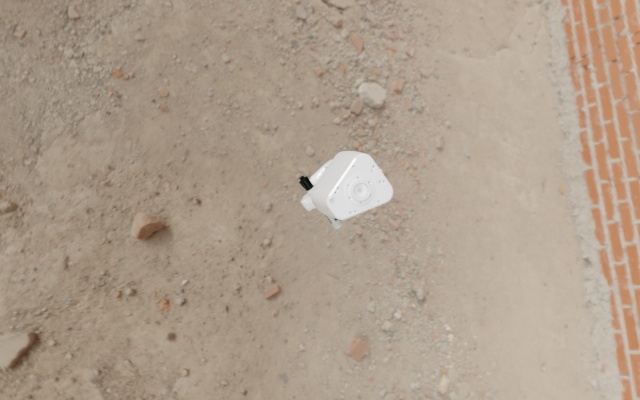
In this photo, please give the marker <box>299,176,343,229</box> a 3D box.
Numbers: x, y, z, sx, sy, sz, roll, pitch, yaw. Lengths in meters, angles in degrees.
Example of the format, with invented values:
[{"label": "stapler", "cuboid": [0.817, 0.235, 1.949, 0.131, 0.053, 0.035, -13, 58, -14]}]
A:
[{"label": "marker", "cuboid": [0.000, 0.003, 0.897, 0.020, 0.121, 0.020, -35, 13, 10]}]
